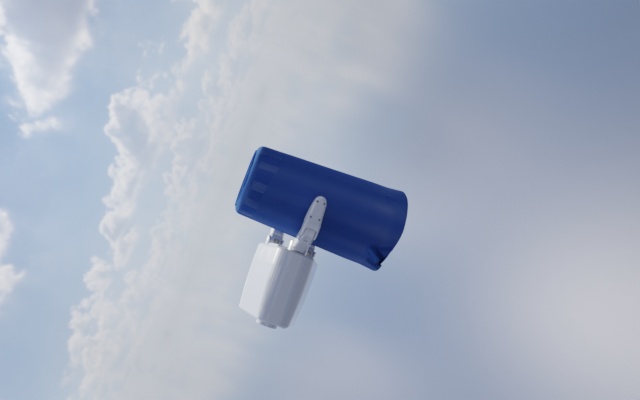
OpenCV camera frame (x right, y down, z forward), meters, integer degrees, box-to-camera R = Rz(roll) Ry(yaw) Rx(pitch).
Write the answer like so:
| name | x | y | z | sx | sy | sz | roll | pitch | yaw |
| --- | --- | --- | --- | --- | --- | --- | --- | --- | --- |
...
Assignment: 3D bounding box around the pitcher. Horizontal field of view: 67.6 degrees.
| name | x | y | z | sx | sy | sz | roll | pitch | yaw |
| --- | --- | --- | --- | --- | --- | --- | --- | --- | --- |
| pitcher | 0.000 | 0.003 | 0.738 | 0.243 | 0.145 | 0.149 | 21 | -10 | -11 |
